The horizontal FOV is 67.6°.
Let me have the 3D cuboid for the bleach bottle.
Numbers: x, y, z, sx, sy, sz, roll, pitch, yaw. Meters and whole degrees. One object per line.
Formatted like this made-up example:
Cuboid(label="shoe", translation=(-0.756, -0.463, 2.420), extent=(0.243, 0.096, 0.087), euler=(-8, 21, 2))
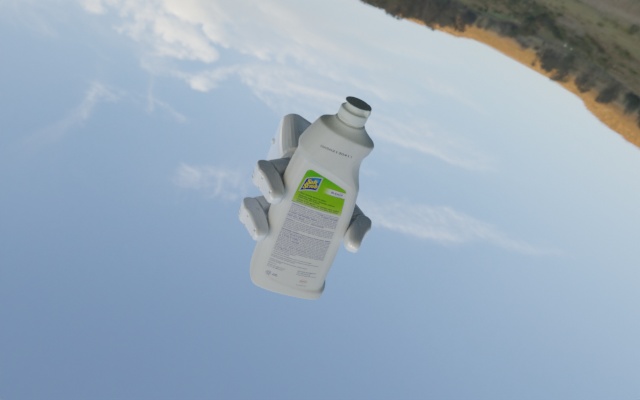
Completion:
Cuboid(label="bleach bottle", translation=(0.000, 0.002, 0.543), extent=(0.102, 0.251, 0.068), euler=(16, 33, -16))
